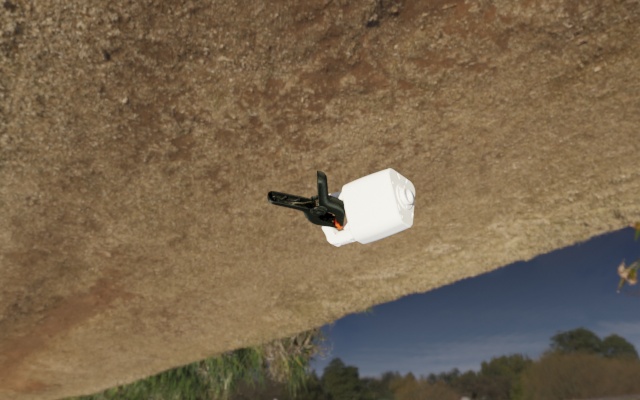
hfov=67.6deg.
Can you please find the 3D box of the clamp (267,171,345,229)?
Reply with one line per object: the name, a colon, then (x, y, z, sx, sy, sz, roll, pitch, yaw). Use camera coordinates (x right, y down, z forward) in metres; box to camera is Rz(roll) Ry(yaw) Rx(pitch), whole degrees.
clamp: (0.000, 0.004, 0.884, 0.120, 0.039, 0.171, -23, -35, 36)
